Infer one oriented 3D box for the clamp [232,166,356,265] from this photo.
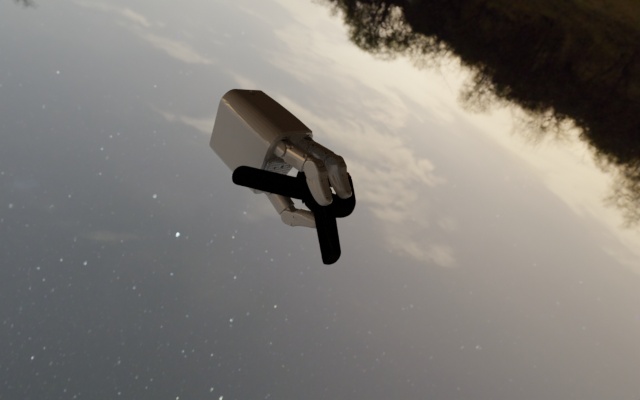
[{"bbox_3d":[0.000,0.002,0.638,0.164,0.036,0.210,45,28,15],"label":"clamp"}]
